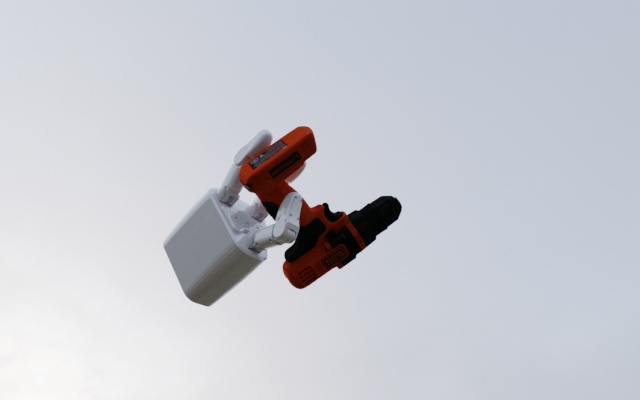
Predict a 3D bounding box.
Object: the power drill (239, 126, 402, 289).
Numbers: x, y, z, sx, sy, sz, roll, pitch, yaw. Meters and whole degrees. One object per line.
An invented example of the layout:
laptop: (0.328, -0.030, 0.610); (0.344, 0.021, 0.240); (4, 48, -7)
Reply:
power drill: (0.000, 0.002, 0.612); (0.184, 0.188, 0.057); (-36, 25, -8)
